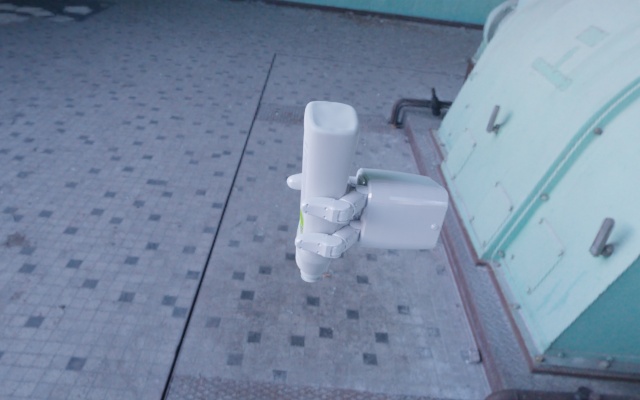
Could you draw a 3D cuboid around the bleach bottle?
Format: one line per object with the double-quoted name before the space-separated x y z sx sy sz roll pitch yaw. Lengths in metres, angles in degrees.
"bleach bottle" 0.000 0.002 0.647 0.068 0.251 0.102 5 32 -5
